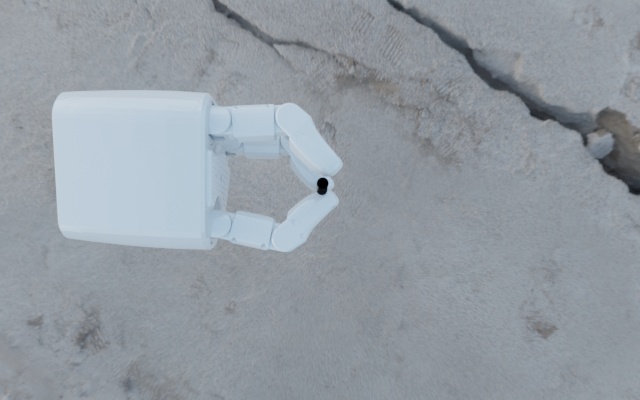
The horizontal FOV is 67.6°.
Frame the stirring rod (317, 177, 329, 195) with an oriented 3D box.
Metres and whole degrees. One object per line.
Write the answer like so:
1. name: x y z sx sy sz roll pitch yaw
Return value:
1. stirring rod: 0.000 0.001 0.439 0.011 0.011 0.239 0 -6 -1
